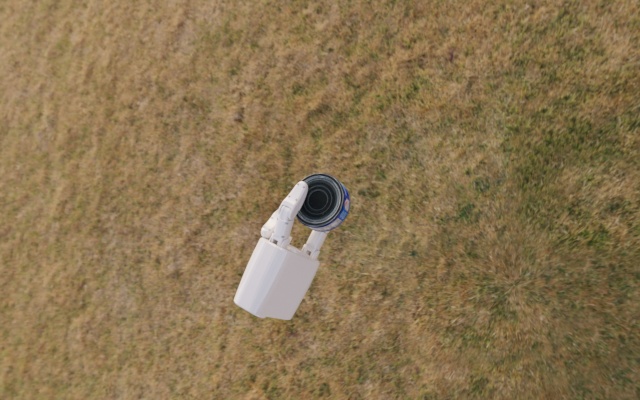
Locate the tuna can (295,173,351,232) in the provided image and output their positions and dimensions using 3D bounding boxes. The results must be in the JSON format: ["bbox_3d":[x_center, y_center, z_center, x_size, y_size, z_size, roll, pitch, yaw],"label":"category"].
[{"bbox_3d":[0.000,0.002,0.721,0.086,0.086,0.034,0,-14,20],"label":"tuna can"}]
